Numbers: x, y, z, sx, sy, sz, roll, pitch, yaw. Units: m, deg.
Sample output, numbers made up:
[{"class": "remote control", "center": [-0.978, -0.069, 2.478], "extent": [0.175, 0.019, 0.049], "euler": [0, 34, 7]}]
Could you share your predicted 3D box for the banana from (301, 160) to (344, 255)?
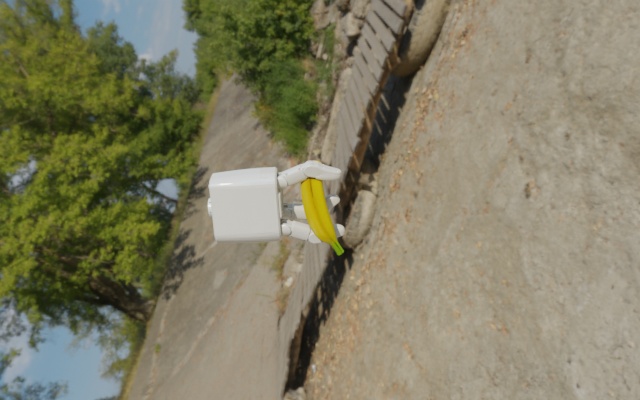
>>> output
[{"class": "banana", "center": [-0.006, -0.005, 0.765], "extent": [0.037, 0.197, 0.070], "euler": [-21, -40, 12]}]
